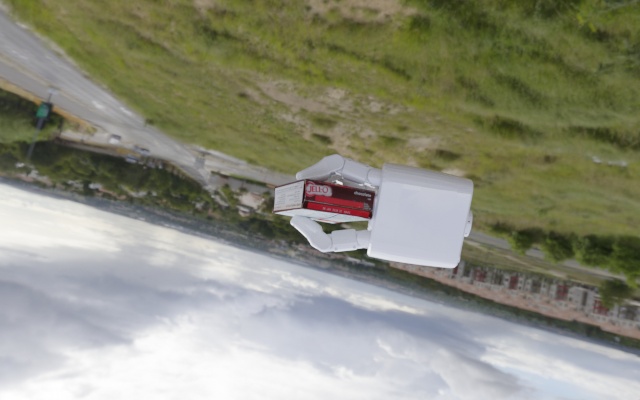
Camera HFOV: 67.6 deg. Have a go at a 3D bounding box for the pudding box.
[{"bbox_3d":[0.000,0.002,0.580,0.090,0.039,0.113,11,-9,-23],"label":"pudding box"}]
